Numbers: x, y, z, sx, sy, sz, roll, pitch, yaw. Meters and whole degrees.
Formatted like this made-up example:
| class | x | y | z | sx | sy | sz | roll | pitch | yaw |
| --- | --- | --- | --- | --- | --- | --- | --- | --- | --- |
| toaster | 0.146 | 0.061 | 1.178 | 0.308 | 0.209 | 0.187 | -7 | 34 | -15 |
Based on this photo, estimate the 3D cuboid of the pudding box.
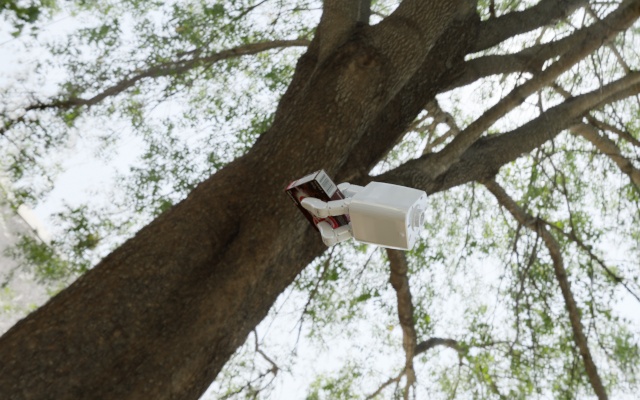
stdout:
| class | x | y | z | sx | sy | sz | roll | pitch | yaw |
| --- | --- | --- | --- | --- | --- | --- | --- | --- | --- |
| pudding box | 0.000 | 0.003 | 0.900 | 0.090 | 0.113 | 0.039 | -19 | 23 | 44 |
